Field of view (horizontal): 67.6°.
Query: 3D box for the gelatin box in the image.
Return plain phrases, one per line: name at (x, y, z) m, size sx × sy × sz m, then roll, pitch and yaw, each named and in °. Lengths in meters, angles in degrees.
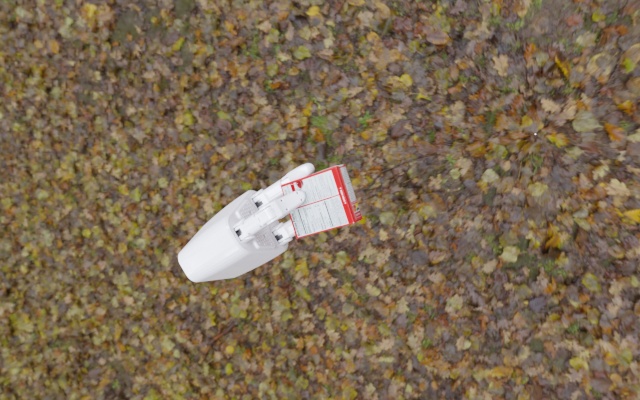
gelatin box at (0.000, 0.002, 0.602) m, size 0.089 × 0.073 × 0.030 m, roll -17°, pitch 1°, yaw 30°
